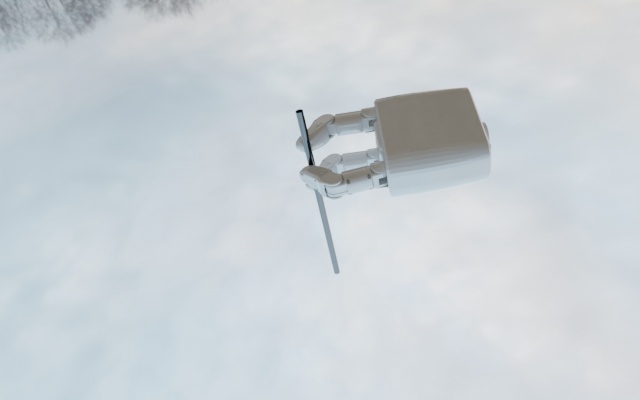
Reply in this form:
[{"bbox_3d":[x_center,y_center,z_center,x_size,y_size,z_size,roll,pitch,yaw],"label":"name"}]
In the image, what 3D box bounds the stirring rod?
[{"bbox_3d":[0.000,0.002,0.560,0.011,0.240,0.011,-8,38,6],"label":"stirring rod"}]
